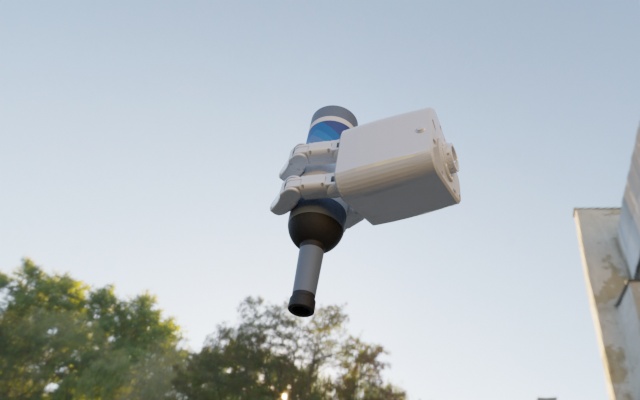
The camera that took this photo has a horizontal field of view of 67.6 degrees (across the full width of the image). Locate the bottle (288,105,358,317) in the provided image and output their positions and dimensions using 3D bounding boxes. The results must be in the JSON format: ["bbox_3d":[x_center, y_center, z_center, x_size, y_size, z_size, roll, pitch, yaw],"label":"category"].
[{"bbox_3d":[0.000,0.002,0.576,0.069,0.295,0.069,6,-41,5],"label":"bottle"}]
